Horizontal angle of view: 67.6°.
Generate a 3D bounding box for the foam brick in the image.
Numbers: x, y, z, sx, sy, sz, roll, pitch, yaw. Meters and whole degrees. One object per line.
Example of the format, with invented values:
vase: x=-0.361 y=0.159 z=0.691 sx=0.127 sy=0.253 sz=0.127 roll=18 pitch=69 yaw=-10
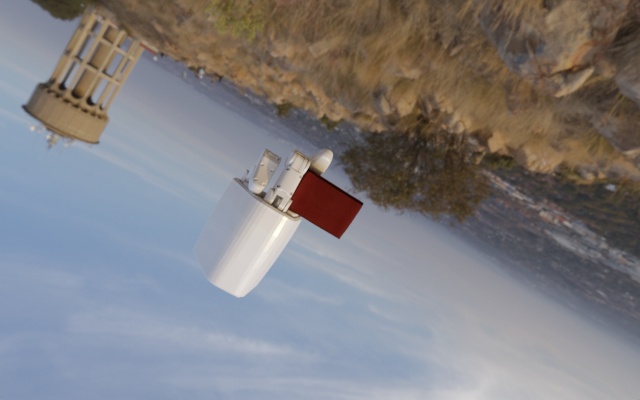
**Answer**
foam brick: x=0.000 y=0.002 z=0.565 sx=0.078 sy=0.051 sz=0.053 roll=32 pitch=0 yaw=-14
